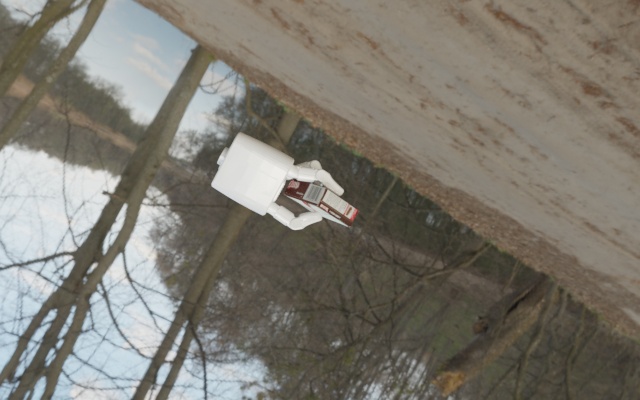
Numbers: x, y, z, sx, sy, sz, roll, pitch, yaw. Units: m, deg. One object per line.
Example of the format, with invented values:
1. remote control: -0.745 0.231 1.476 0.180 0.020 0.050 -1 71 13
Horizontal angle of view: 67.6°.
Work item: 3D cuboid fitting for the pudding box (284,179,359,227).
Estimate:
1. pudding box: 0.000 0.003 0.855 0.090 0.039 0.113 32 -7 -36
